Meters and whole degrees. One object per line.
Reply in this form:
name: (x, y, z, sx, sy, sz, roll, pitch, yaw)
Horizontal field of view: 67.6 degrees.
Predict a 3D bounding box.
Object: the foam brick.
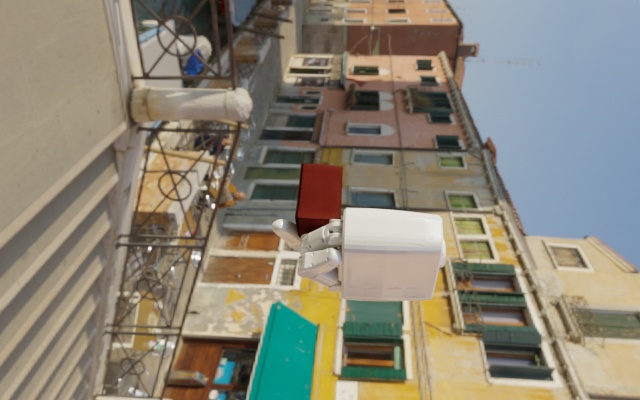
foam brick: (0.000, 0.002, 0.577, 0.051, 0.078, 0.053, 2, -30, 4)
